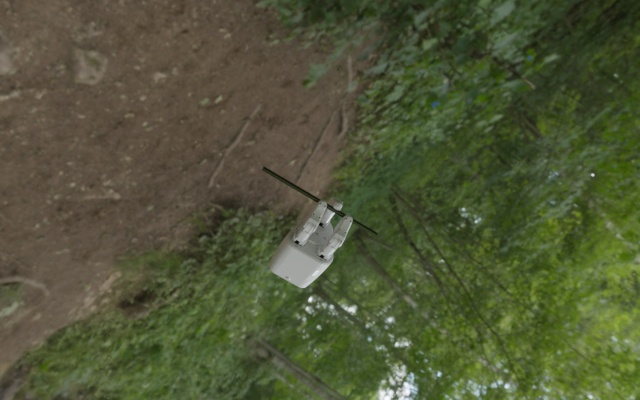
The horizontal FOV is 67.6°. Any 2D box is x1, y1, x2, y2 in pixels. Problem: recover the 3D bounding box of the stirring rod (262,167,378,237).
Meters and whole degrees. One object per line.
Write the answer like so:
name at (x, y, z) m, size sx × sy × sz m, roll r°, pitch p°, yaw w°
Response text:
stirring rod at (0.000, 0.003, 0.865) m, size 0.239 × 0.011 × 0.011 m, roll 30°, pitch -4°, yaw -7°
